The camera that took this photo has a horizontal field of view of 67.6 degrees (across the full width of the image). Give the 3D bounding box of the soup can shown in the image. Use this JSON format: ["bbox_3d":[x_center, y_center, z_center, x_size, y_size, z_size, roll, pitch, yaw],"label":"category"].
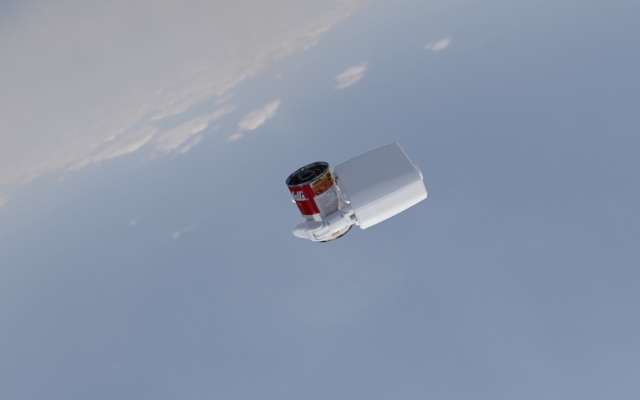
[{"bbox_3d":[0.000,0.003,0.708,0.068,0.102,0.068,-21,24,10],"label":"soup can"}]
